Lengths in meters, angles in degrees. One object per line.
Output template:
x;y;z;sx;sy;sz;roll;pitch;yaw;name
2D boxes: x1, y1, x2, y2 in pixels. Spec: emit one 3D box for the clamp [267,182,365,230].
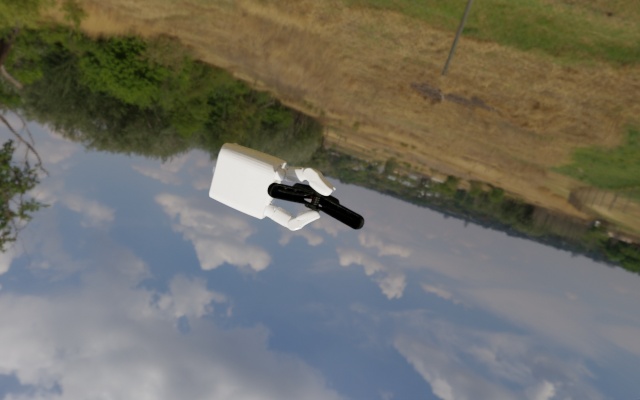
0.000;0.003;0.849;0.164;0.036;0.210;23;6;3;clamp
